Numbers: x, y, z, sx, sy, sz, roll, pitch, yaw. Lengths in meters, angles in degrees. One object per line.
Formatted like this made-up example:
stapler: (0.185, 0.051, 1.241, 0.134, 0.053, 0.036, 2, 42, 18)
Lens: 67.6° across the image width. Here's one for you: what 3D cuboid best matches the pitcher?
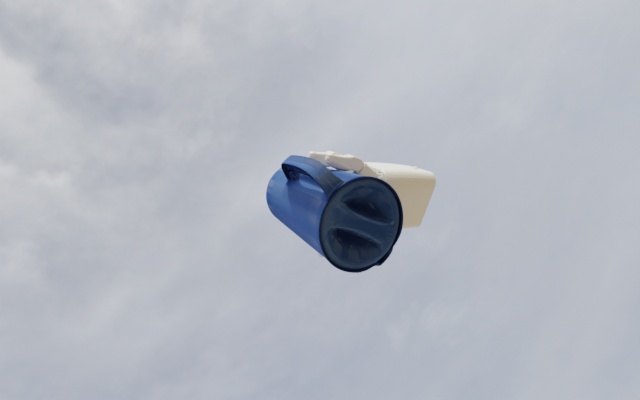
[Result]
pitcher: (0.000, 0.002, 0.733, 0.145, 0.149, 0.242, 0, 12, -28)
